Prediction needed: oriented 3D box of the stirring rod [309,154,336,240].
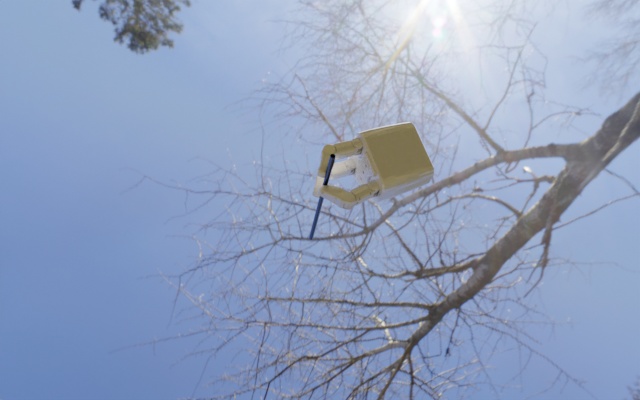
[{"bbox_3d":[0.000,0.003,0.798,0.011,0.011,0.240,0,-34,-10],"label":"stirring rod"}]
